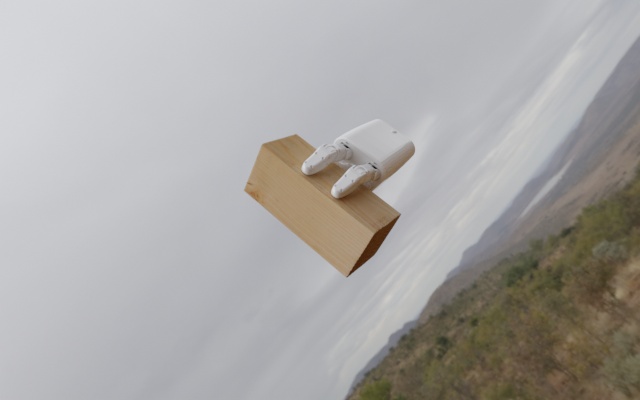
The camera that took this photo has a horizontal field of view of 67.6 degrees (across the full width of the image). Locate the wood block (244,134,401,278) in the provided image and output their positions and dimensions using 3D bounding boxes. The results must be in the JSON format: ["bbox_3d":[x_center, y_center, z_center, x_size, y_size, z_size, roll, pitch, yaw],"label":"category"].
[{"bbox_3d":[0.000,0.002,0.704,0.206,0.091,0.090,39,35,17],"label":"wood block"}]
